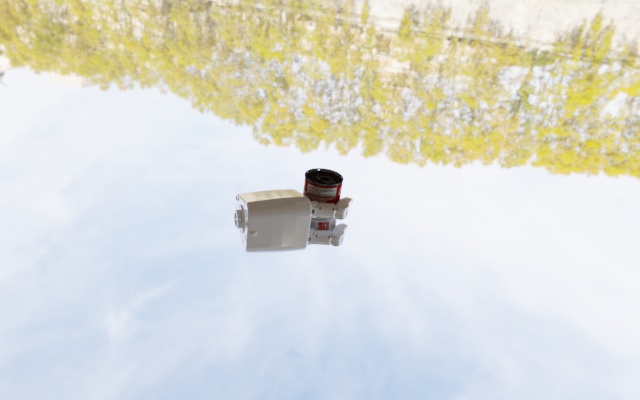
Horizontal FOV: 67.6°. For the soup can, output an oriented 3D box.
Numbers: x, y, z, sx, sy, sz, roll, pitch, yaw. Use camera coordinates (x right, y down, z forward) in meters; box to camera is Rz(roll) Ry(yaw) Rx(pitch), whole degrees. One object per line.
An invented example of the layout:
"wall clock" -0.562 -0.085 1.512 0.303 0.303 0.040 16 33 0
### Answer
"soup can" 0.001 0.003 0.843 0.068 0.102 0.068 6 27 -3
